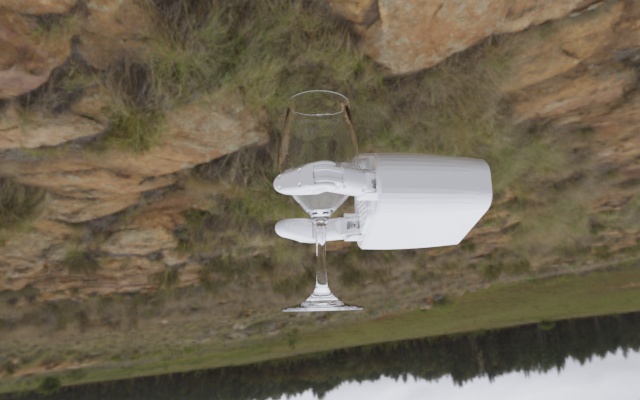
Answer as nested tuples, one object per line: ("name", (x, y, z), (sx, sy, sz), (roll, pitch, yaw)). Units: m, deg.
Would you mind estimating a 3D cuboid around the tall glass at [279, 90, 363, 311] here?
("tall glass", (0.000, 0.002, 0.452), (0.079, 0.201, 0.079), (-1, -12, 0))
